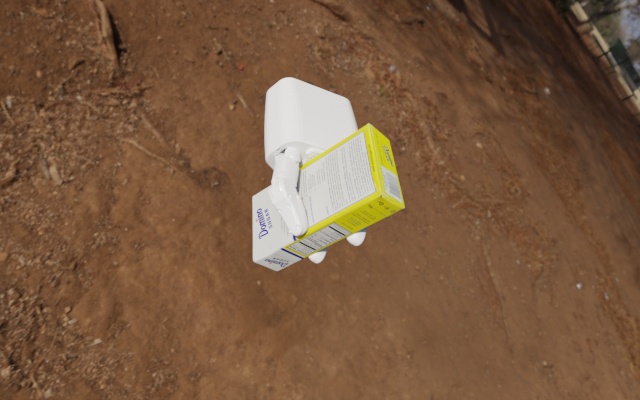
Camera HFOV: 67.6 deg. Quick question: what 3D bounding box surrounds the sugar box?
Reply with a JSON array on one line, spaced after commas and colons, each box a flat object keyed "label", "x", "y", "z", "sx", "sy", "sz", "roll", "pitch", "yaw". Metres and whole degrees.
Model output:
[{"label": "sugar box", "x": 0.001, "y": 0.002, "z": 0.521, "sx": 0.176, "sy": 0.093, "sz": 0.048, "roll": -31, "pitch": -42, "yaw": 32}]
